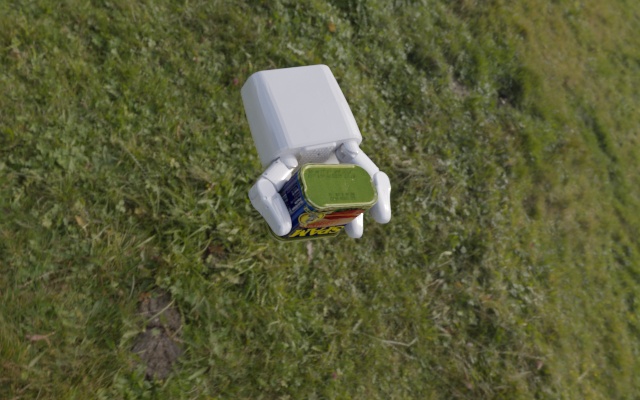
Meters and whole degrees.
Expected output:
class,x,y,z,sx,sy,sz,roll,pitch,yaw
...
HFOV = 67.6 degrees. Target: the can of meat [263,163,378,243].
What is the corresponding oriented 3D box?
class,x,y,z,sx,sy,sz,roll,pitch,yaw
can of meat,0.000,0.002,0.524,0.102,0.057,0.084,-3,-25,-36
